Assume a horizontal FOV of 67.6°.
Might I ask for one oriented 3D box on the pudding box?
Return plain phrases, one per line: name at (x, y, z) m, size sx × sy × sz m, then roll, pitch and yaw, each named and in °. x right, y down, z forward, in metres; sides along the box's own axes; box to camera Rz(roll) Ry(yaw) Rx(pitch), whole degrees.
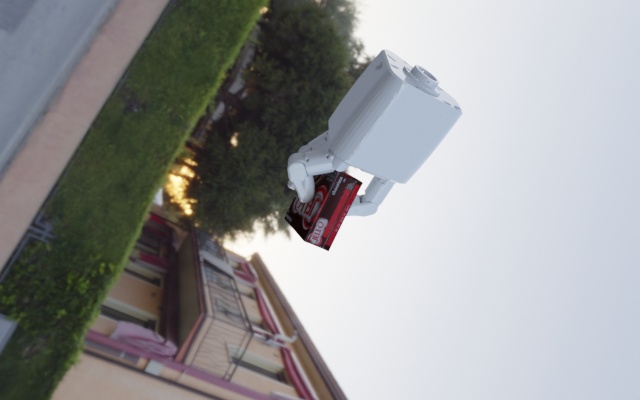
pudding box at (0.000, 0.002, 0.580) m, size 0.039 × 0.090 × 0.113 m, roll 26°, pitch 3°, yaw -17°
